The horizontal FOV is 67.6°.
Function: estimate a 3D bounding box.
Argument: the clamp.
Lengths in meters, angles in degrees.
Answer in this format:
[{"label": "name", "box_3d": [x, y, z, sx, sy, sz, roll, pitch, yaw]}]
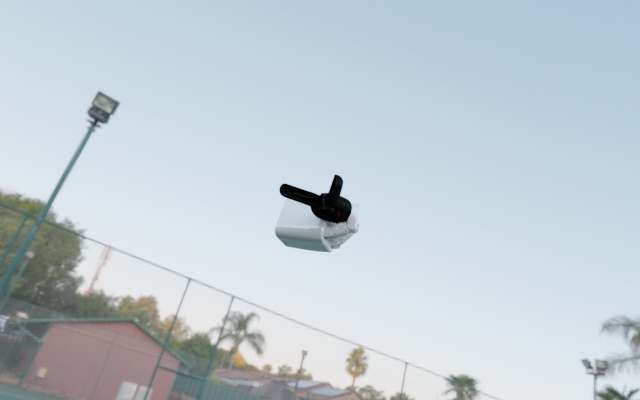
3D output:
[{"label": "clamp", "box_3d": [0.000, 0.002, 0.897, 0.120, 0.039, 0.172, 1, -28, 18]}]
